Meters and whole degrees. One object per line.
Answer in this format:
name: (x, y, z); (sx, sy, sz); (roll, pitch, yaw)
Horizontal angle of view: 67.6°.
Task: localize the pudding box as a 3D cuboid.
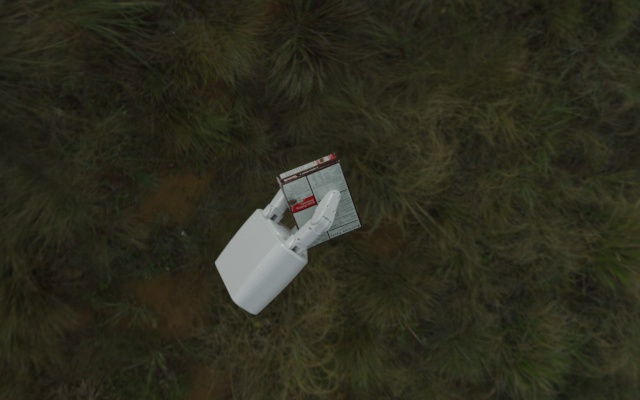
pudding box: (0.000, 0.002, 0.675); (0.090, 0.113, 0.039); (-22, 26, -4)
